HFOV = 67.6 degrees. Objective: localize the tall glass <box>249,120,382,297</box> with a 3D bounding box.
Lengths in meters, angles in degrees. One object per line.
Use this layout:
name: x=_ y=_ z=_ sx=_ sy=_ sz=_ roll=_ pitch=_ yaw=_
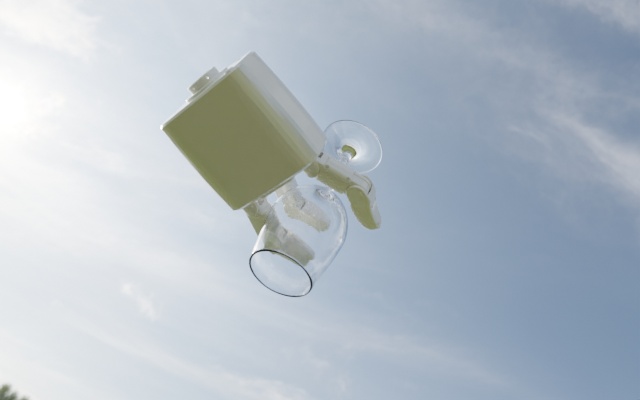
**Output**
tall glass: x=0.000 y=0.001 z=0.487 sx=0.079 sy=0.079 sz=0.201 roll=0 pitch=40 yaw=28
